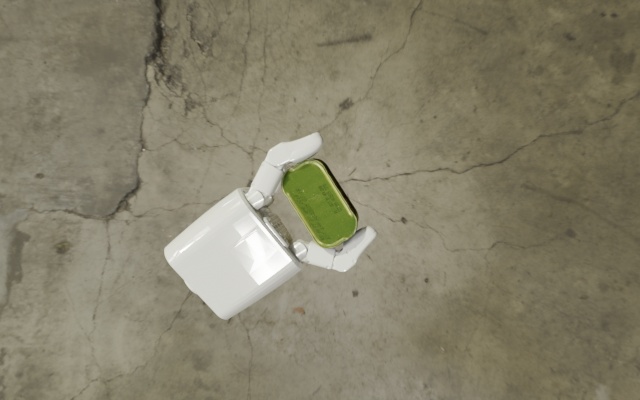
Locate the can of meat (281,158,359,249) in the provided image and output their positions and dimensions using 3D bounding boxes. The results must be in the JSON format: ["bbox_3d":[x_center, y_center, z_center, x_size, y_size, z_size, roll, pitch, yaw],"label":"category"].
[{"bbox_3d":[0.000,0.002,0.539,0.057,0.102,0.084,-33,1,4],"label":"can of meat"}]
